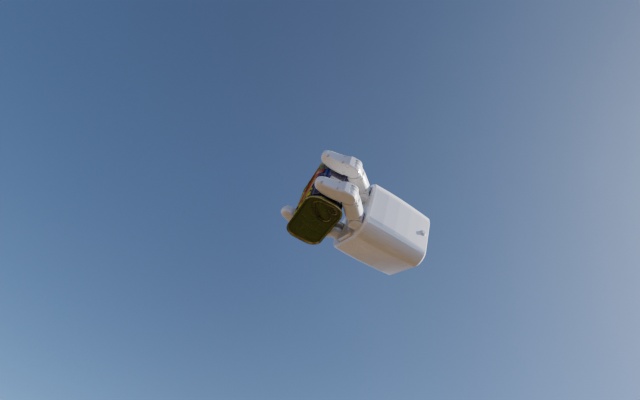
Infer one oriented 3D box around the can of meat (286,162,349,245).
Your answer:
[{"bbox_3d":[0.000,0.002,0.708,0.057,0.084,0.102,28,-43,-8],"label":"can of meat"}]
